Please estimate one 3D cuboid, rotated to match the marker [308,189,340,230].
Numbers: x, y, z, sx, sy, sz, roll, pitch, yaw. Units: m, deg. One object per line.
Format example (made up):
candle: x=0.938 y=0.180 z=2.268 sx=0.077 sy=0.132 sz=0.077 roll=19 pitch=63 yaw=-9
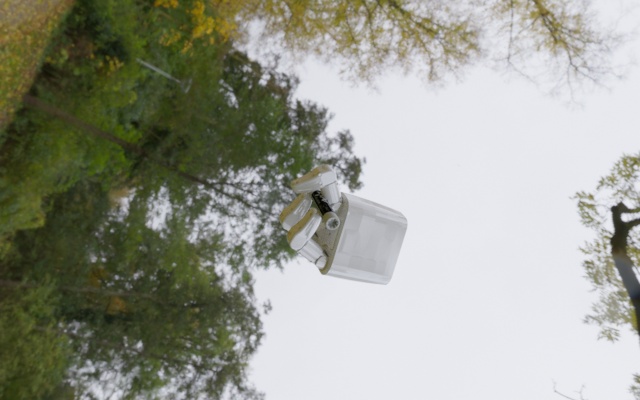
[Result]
marker: x=0.000 y=0.002 z=0.644 sx=0.020 sy=0.020 sz=0.121 roll=0 pitch=26 yaw=-17
